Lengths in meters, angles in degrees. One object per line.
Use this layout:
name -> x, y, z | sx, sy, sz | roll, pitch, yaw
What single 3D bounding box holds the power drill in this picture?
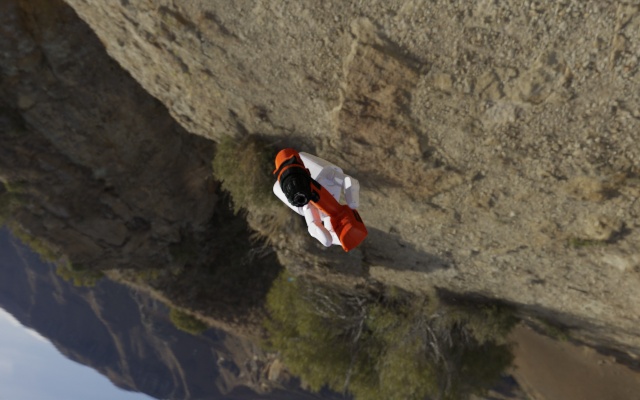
power drill -> 0.000, 0.003, 0.816 | 0.057, 0.188, 0.184 | -40, 26, 11
